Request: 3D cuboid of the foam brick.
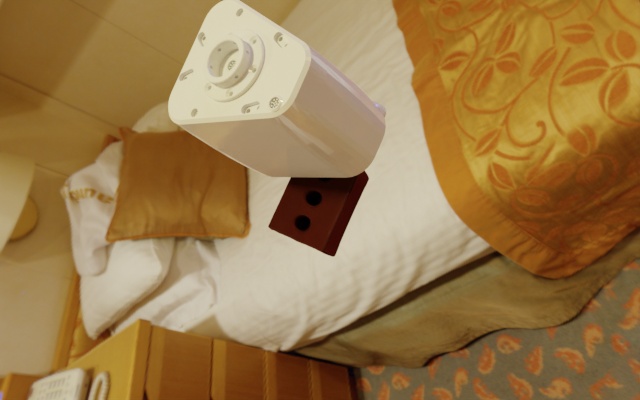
[{"bbox_3d":[0.000,0.002,0.404,0.053,0.078,0.051,23,-2,15],"label":"foam brick"}]
